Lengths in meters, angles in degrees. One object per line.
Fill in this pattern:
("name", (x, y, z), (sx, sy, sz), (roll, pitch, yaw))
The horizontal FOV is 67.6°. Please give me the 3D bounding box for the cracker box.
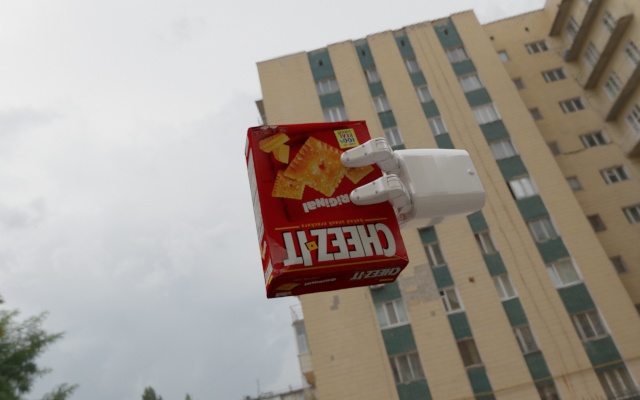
("cracker box", (0.000, 0.002, 0.600), (0.164, 0.213, 0.072), (-5, -30, -15))
